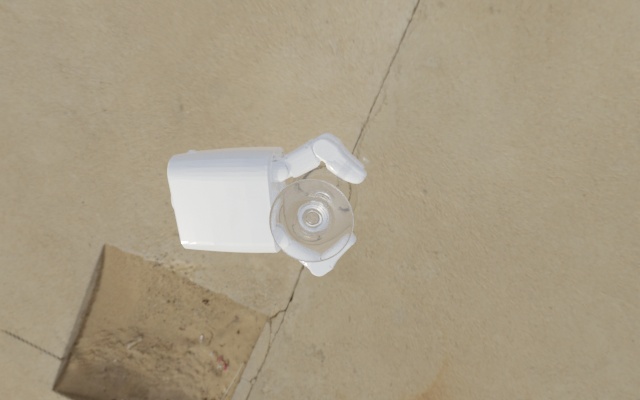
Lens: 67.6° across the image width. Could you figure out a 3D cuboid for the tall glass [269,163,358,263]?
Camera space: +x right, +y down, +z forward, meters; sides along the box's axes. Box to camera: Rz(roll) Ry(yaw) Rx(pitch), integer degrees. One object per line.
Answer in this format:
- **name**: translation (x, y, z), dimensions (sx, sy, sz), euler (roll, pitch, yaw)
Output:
- **tall glass**: translation (0.000, 0.002, 0.511), dimensions (0.079, 0.079, 0.201), euler (0, 10, 5)
